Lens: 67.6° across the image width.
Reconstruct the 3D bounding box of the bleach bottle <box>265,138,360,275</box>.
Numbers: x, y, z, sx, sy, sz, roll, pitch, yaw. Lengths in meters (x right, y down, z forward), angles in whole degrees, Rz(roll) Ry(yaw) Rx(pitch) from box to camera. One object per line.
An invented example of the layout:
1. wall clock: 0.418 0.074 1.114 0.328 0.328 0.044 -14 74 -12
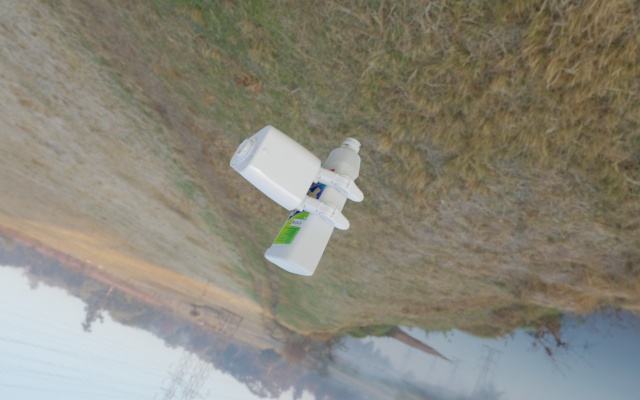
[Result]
1. bleach bottle: 0.000 0.003 0.826 0.068 0.250 0.102 35 -19 -25
